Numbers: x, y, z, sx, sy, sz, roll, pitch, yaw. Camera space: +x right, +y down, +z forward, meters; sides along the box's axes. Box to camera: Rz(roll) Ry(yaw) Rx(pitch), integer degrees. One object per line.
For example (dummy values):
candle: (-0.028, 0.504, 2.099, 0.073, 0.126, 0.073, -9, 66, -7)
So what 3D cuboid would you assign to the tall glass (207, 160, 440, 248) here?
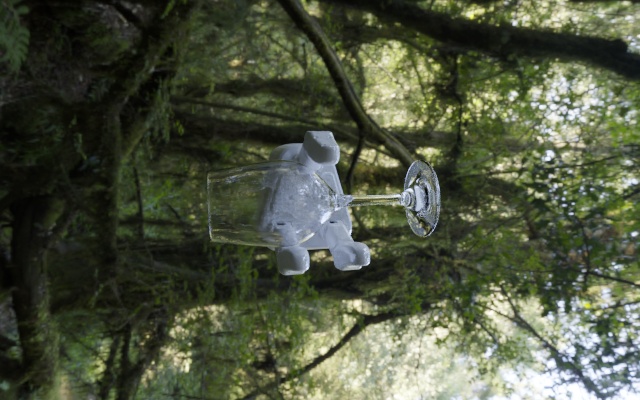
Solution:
tall glass: (0.001, 0.001, 0.434, 0.201, 0.079, 0.079, -2, 0, -14)
